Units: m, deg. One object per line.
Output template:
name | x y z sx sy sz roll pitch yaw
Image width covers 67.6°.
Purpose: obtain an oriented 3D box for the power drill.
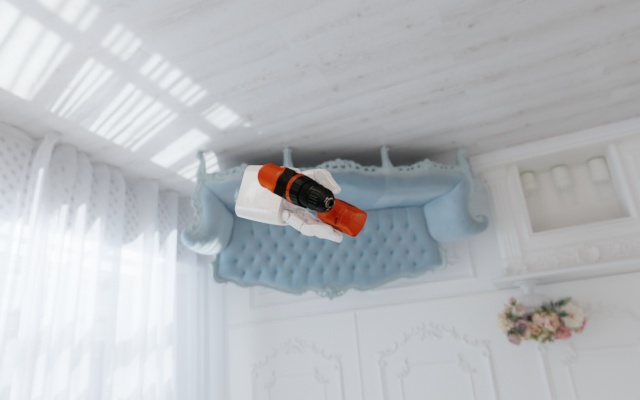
power drill | 0.000 0.003 0.838 0.184 0.057 0.188 27 -4 46
